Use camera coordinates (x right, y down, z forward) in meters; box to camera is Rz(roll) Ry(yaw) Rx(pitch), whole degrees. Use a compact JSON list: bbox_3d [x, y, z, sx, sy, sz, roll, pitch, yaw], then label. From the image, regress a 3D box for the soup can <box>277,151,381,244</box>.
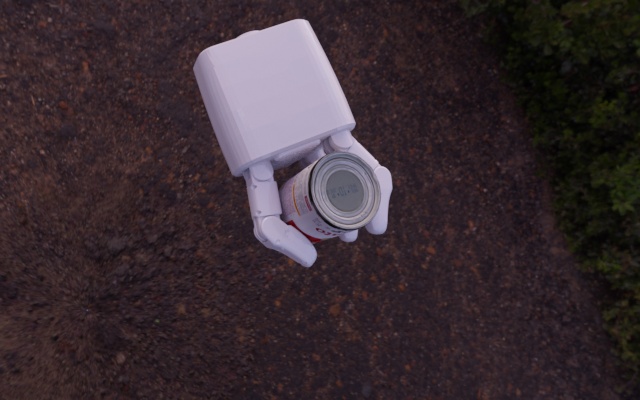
[{"bbox_3d":[0.000,0.002,0.427,0.068,0.068,0.102,0,-12,-26],"label":"soup can"}]
